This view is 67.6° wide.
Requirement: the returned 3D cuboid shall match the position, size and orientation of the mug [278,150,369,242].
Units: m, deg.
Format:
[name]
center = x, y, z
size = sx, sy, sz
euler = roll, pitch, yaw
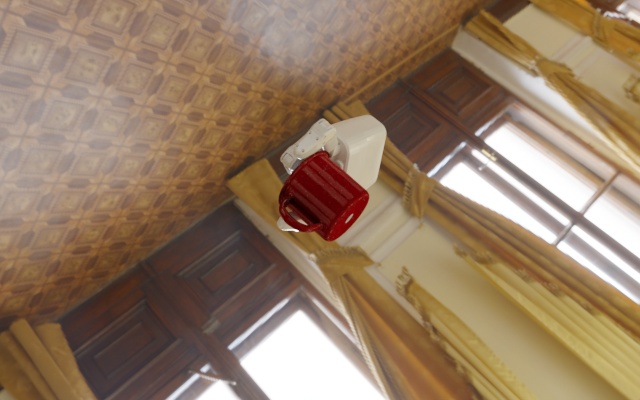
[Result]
[mug]
center = -0.001, 0.003, 0.596
size = 0.081, 0.093, 0.117
euler = 41, 43, 17
